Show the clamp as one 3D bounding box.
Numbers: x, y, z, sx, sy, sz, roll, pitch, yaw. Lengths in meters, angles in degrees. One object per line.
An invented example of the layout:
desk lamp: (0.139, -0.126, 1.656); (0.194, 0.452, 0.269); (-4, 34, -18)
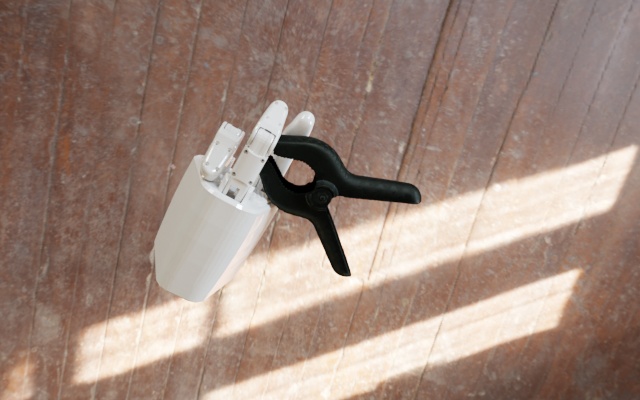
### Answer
clamp: (0.000, 0.002, 0.468); (0.171, 0.120, 0.039); (29, 12, -11)
